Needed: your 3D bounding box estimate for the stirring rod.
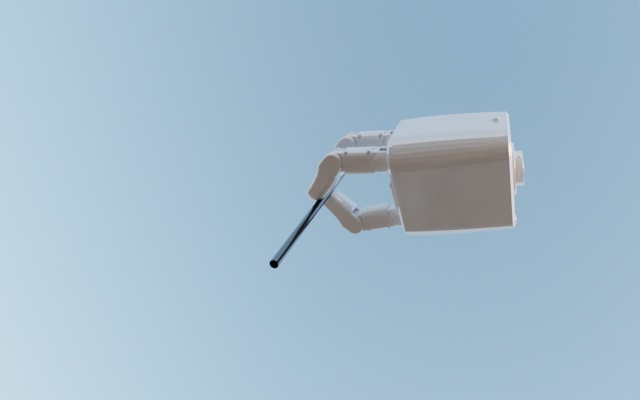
[{"bbox_3d":[0.000,0.002,0.484,0.011,0.011,0.239,0,24,20],"label":"stirring rod"}]
